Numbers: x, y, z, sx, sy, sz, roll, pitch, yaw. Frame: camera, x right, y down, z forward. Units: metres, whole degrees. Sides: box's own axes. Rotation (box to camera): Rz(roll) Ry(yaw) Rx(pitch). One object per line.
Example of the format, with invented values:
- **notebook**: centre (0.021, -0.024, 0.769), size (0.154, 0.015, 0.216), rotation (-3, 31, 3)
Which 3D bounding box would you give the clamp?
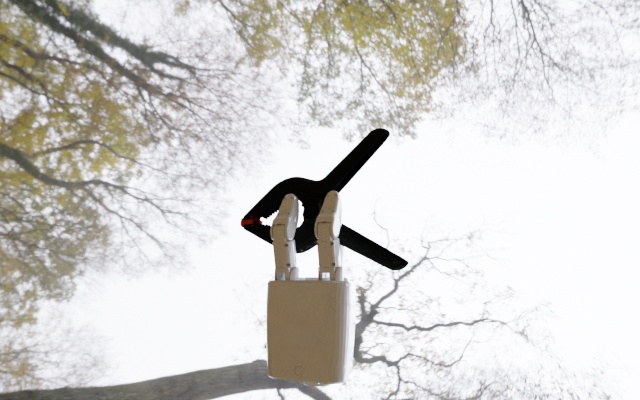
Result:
- **clamp**: centre (0.000, 0.002, 0.576), size (0.210, 0.164, 0.036), rotation (-4, -11, 23)
